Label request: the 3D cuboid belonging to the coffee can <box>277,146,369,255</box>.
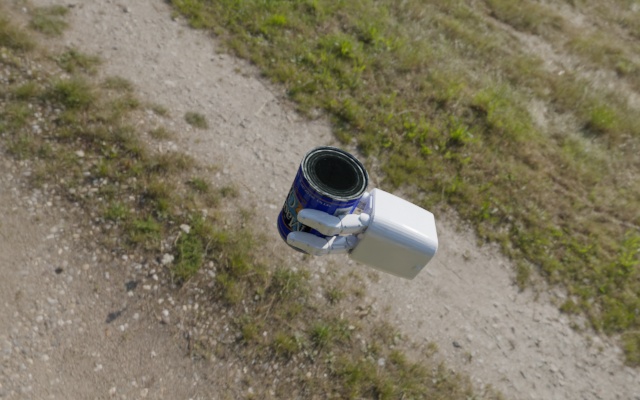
[{"bbox_3d":[0.000,0.002,0.725,0.103,0.102,0.140,0,-38,-23],"label":"coffee can"}]
